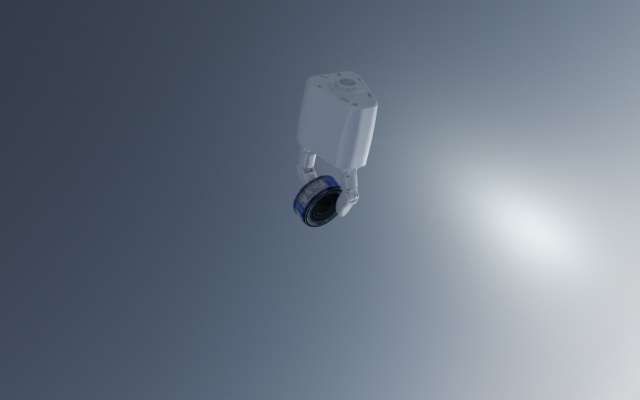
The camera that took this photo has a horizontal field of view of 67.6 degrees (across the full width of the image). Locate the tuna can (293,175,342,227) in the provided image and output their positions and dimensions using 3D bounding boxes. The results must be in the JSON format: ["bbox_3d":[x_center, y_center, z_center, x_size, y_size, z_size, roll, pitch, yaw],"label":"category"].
[{"bbox_3d":[0.000,0.003,0.777,0.086,0.086,0.033,0,39,-47],"label":"tuna can"}]
